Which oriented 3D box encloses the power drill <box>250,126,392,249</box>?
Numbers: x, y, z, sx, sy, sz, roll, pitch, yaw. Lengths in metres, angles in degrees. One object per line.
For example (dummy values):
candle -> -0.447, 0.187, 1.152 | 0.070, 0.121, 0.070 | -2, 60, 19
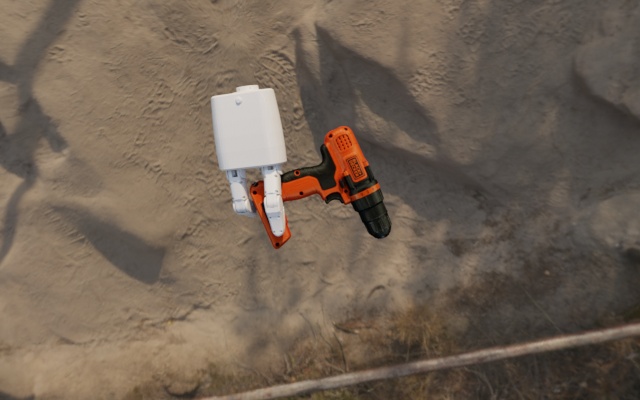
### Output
power drill -> 0.000, 0.002, 0.731 | 0.187, 0.184, 0.057 | -25, 2, -7
